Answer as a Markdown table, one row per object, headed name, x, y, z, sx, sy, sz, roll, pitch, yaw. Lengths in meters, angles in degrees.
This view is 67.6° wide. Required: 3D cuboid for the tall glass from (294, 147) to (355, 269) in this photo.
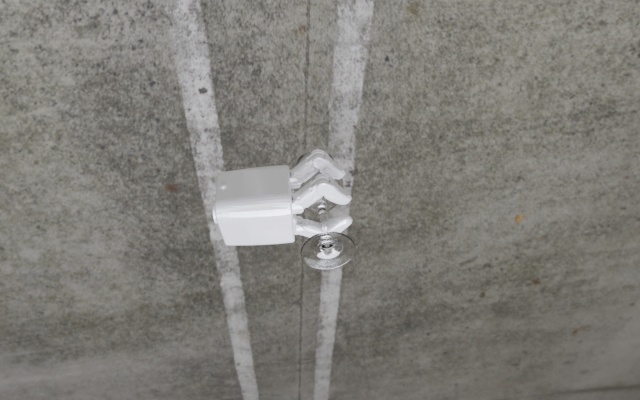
| name | x | y | z | sx | sy | sz | roll | pitch | yaw |
| --- | --- | --- | --- | --- | --- | --- | --- | --- | --- |
| tall glass | 0.000 | 0.003 | 0.715 | 0.079 | 0.079 | 0.200 | 0 | 42 | -7 |
